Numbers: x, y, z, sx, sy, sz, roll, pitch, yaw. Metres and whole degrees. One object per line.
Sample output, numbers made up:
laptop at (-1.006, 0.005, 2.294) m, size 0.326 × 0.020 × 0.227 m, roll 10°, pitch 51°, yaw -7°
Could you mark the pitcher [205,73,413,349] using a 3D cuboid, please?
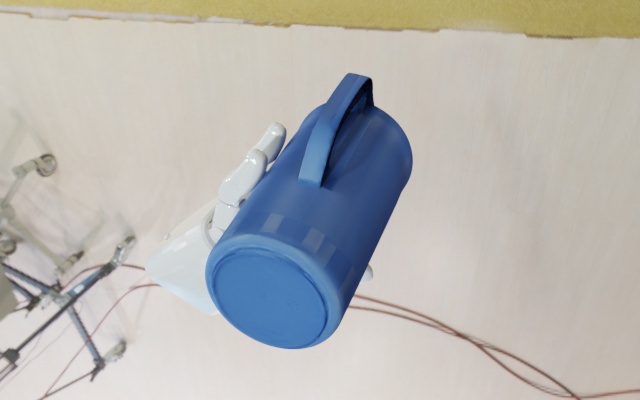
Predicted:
pitcher at (0.000, 0.002, 0.429) m, size 0.145 × 0.149 × 0.242 m, roll -26°, pitch 19°, yaw 32°
